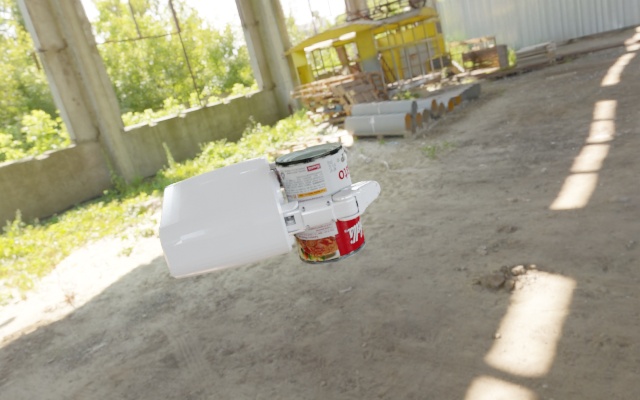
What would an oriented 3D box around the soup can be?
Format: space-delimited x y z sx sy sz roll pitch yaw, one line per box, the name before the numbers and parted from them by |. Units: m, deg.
soup can | 0.001 0.001 0.464 0.068 0.102 0.068 -13 15 4
